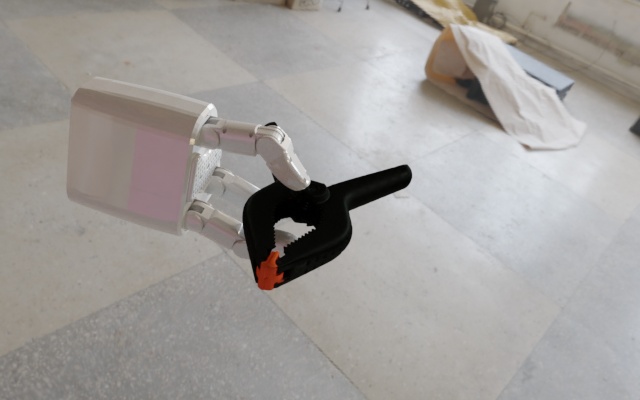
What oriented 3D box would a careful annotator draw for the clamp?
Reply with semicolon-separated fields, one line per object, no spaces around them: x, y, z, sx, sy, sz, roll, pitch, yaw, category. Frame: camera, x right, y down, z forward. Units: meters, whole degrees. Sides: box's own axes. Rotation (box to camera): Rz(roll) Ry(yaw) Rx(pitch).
0.000;0.001;0.430;0.164;0.036;0.209;14;38;3;clamp
